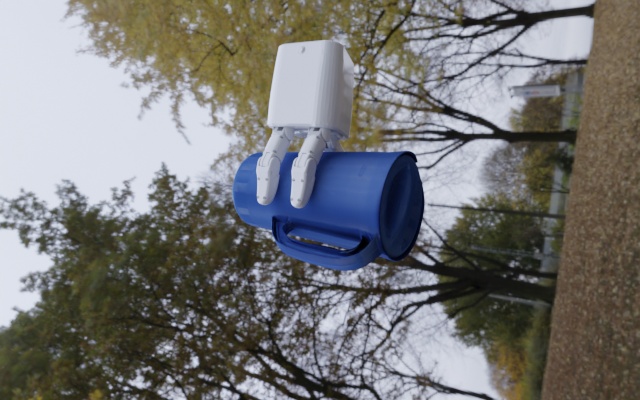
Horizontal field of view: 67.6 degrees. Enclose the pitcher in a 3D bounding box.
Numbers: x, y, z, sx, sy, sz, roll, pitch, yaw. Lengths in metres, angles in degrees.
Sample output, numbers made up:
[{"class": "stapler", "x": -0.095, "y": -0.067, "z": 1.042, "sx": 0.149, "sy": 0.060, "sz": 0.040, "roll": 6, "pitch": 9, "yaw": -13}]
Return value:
[{"class": "pitcher", "x": 0.000, "y": 0.002, "z": 0.624, "sx": 0.243, "sy": 0.145, "sz": 0.149, "roll": 7, "pitch": 1, "yaw": 33}]
